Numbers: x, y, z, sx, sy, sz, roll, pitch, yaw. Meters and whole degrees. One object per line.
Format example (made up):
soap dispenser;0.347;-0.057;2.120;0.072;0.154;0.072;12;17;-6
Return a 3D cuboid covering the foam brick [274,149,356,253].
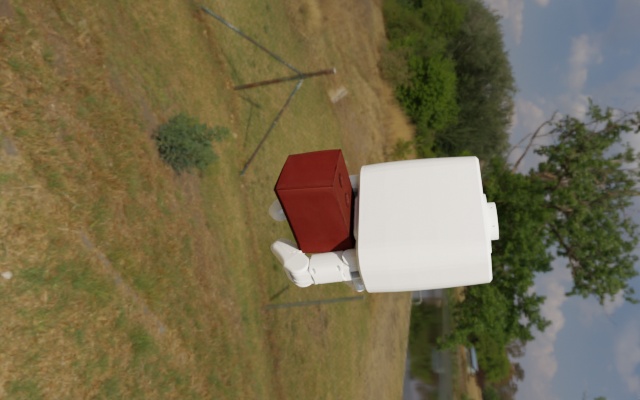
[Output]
foam brick;0.000;0.001;0.422;0.051;0.078;0.053;-5;40;18
